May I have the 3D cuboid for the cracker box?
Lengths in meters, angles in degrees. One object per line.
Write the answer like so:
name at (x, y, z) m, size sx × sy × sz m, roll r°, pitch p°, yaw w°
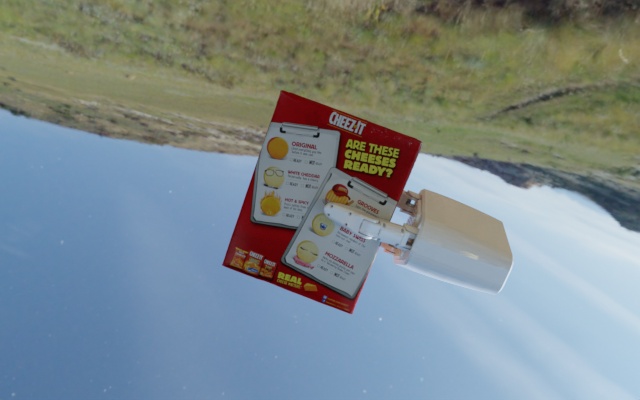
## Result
cracker box at (0.000, 0.002, 0.558) m, size 0.164 × 0.214 × 0.072 m, roll 21°, pitch 11°, yaw 1°
